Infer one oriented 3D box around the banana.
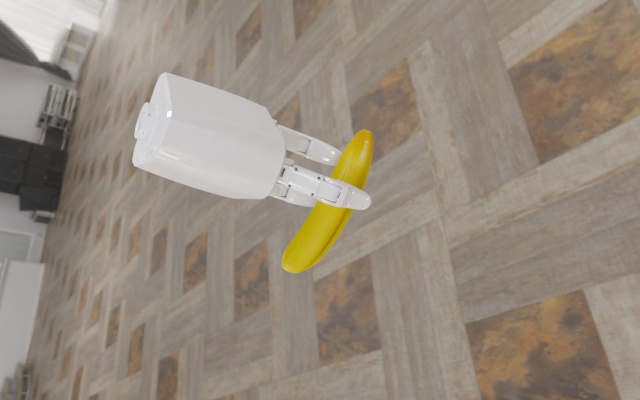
[{"bbox_3d":[0.002,0.016,0.508,0.037,0.198,0.069,18,34,-27],"label":"banana"}]
